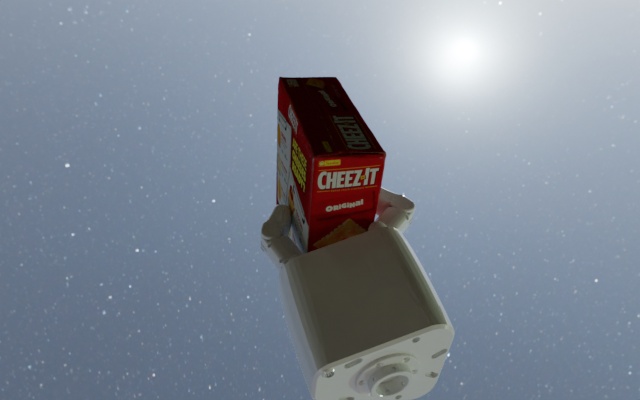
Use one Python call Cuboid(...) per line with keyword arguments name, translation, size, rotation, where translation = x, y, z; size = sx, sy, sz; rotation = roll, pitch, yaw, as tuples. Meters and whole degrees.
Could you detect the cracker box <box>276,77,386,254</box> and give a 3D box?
Cuboid(name="cracker box", translation=(0.000, 0.002, 0.500), size=(0.072, 0.214, 0.164), rotation=(-5, 38, -14))
